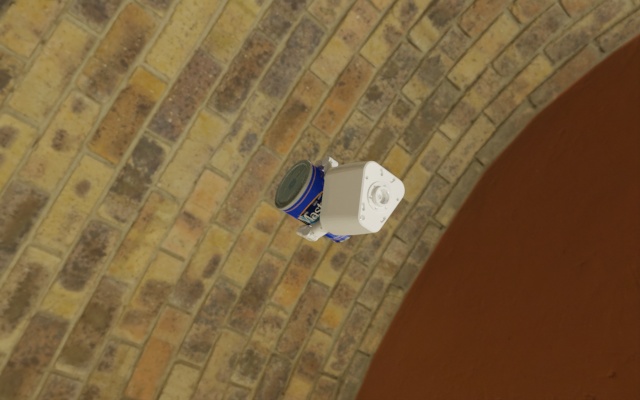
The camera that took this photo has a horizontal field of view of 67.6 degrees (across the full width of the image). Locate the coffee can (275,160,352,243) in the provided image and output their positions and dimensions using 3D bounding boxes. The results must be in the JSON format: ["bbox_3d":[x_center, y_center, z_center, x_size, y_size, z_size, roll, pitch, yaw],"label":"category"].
[{"bbox_3d":[0.000,0.003,0.894,0.140,0.102,0.103,32,-16,-27],"label":"coffee can"}]
